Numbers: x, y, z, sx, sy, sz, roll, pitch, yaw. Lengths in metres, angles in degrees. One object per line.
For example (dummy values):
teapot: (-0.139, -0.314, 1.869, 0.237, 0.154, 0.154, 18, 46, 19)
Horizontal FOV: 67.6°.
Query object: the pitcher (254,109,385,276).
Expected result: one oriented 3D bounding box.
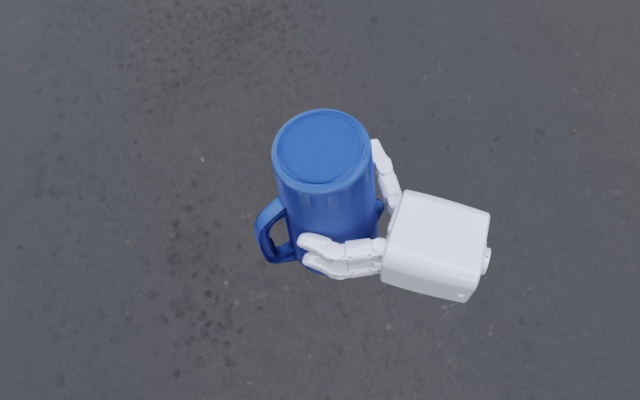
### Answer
pitcher: (0.000, 0.002, 0.603, 0.145, 0.149, 0.243, 16, -24, 13)
